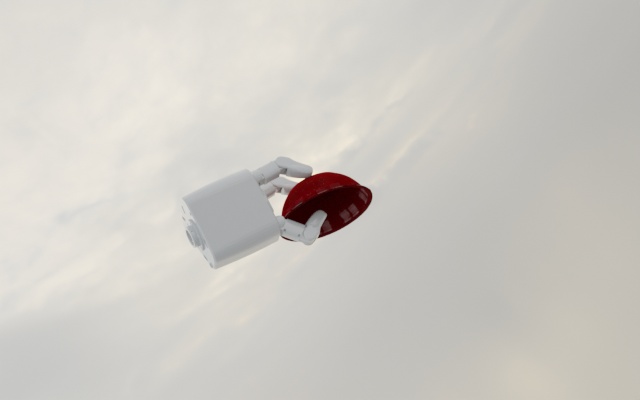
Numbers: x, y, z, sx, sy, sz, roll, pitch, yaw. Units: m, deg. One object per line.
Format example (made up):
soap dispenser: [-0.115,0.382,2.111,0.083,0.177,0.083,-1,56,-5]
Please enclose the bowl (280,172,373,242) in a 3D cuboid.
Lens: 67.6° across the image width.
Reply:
bowl: [0.001,0.002,0.769,0.162,0.055,0.162,-19,-27,-10]
